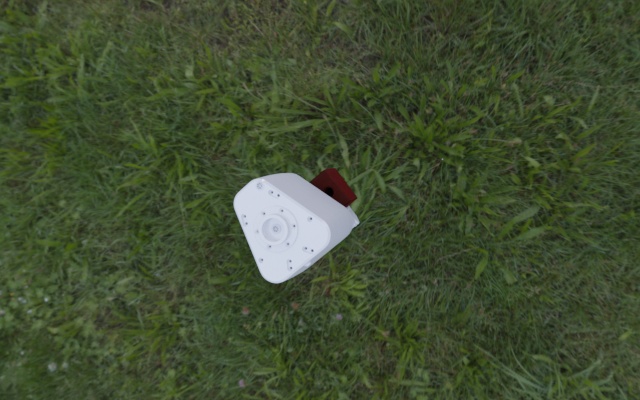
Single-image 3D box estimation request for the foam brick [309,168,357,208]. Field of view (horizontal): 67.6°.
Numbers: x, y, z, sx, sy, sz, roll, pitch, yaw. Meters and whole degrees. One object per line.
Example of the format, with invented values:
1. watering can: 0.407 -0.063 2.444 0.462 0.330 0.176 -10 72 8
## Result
1. foam brick: 0.000 0.002 0.620 0.078 0.053 0.051 -40 -7 14
